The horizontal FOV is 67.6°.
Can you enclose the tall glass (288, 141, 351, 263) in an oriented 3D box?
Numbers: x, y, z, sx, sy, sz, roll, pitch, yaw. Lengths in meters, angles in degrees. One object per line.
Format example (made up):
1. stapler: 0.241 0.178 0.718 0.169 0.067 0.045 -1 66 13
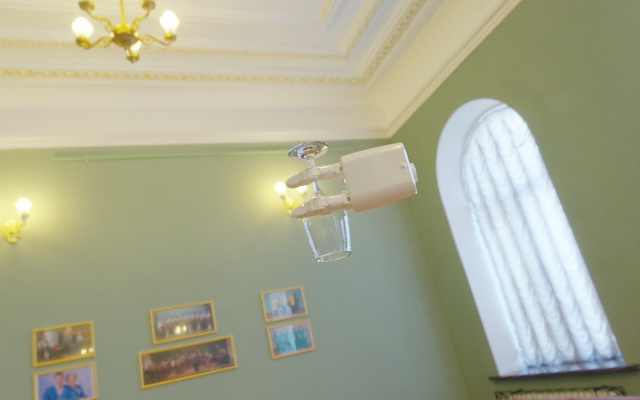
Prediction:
1. tall glass: 0.000 0.002 0.827 0.079 0.201 0.079 -12 -18 -4
